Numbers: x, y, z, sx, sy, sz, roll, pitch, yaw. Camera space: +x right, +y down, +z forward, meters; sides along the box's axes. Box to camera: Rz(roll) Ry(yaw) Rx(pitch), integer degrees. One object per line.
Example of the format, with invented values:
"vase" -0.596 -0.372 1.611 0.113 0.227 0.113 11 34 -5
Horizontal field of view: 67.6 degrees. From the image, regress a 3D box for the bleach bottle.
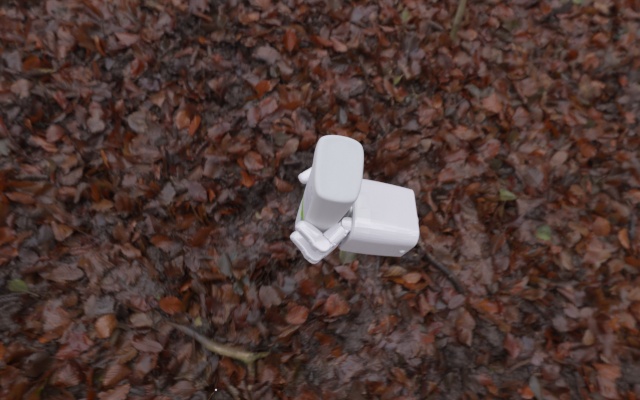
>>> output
"bleach bottle" 0.000 0.003 0.745 0.068 0.102 0.251 9 -23 -9
